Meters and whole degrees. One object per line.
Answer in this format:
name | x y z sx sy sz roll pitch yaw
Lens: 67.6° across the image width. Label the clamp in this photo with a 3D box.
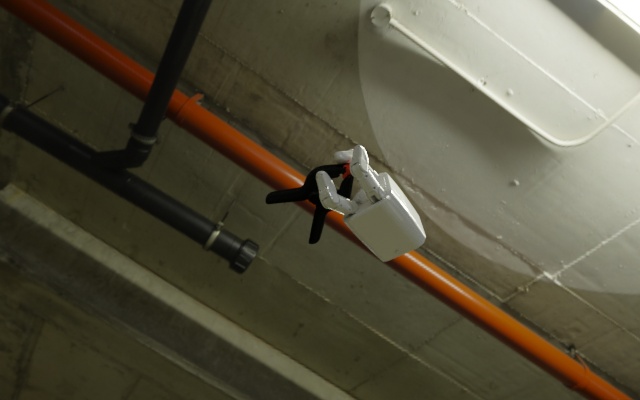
clamp | 0.000 0.002 0.804 0.171 0.120 0.039 -30 22 32
